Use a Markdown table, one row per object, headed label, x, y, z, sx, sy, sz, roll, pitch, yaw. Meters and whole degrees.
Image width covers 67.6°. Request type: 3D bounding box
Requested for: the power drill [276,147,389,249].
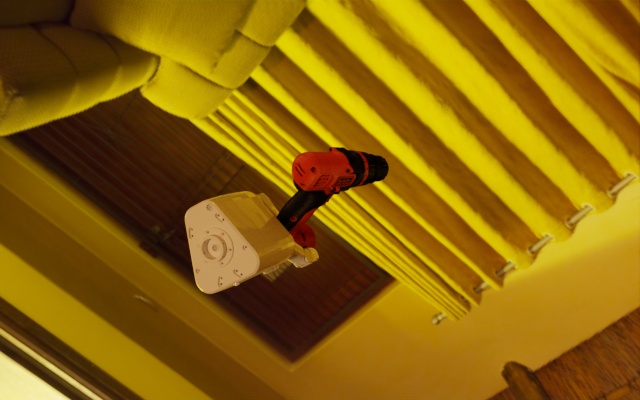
| label | x | y | z | sx | sy | sz | roll | pitch | yaw |
| --- | --- | --- | --- | --- | --- | --- | --- | --- | --- |
| power drill | 0.000 | 0.003 | 0.696 | 0.184 | 0.188 | 0.057 | -3 | 47 | -47 |
